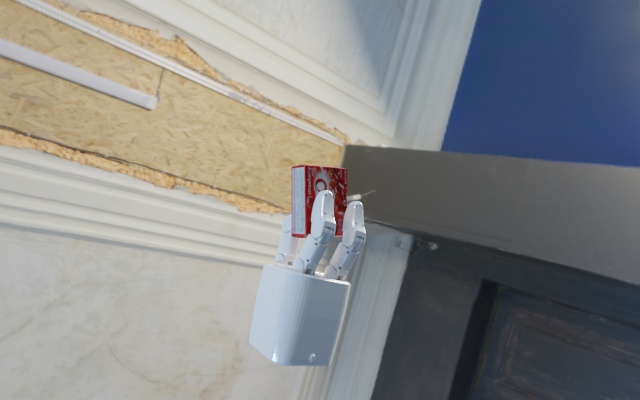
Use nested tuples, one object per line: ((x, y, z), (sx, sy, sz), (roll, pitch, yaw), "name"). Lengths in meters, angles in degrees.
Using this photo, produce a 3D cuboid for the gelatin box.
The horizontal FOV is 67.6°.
((0.000, 0.002, 0.598), (0.073, 0.089, 0.030), (1, -3, -43), "gelatin box")
